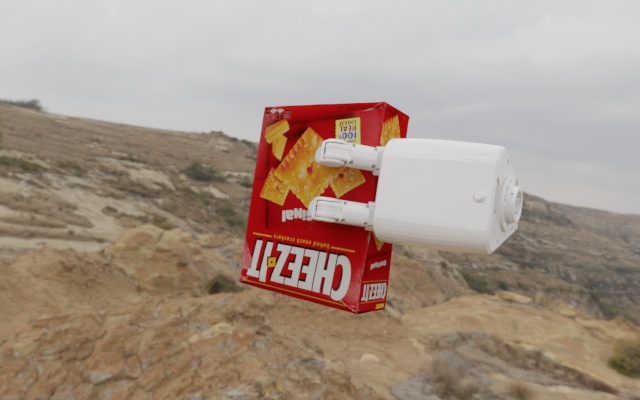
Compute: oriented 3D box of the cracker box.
[{"bbox_3d":[0.000,0.002,0.535,0.164,0.213,0.072,7,-3,35],"label":"cracker box"}]
